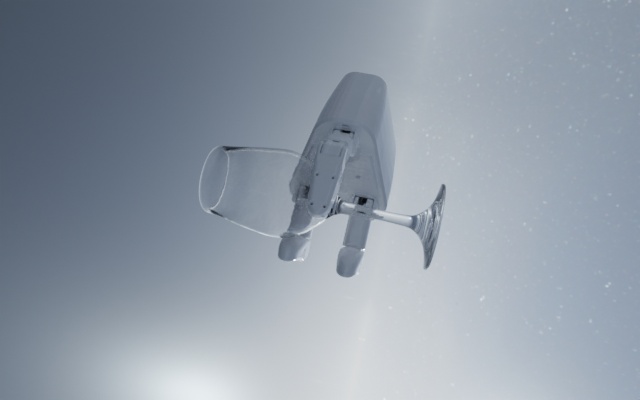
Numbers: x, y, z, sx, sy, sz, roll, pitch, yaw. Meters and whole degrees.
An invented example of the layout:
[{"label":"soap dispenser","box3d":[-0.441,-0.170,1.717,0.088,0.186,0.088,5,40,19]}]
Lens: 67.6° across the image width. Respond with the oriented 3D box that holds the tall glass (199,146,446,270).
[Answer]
[{"label":"tall glass","box3d":[0.001,0.002,0.415,0.201,0.079,0.079,12,2,8]}]
